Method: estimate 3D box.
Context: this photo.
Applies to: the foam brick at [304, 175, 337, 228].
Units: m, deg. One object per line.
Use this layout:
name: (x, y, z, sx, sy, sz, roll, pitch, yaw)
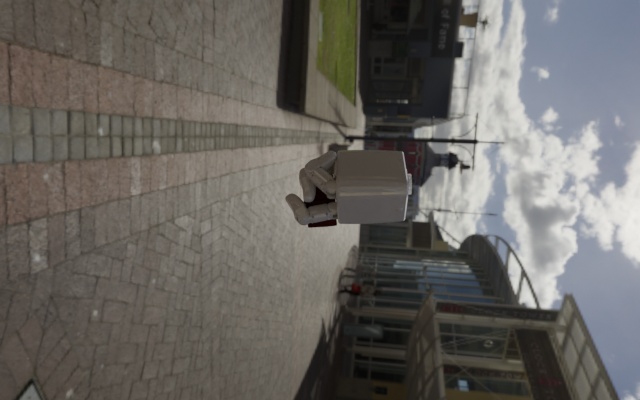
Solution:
foam brick: (0.000, 0.003, 0.797, 0.051, 0.053, 0.078, -4, -37, 2)
